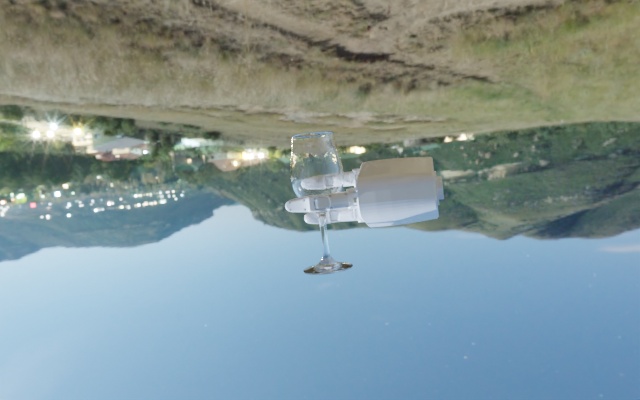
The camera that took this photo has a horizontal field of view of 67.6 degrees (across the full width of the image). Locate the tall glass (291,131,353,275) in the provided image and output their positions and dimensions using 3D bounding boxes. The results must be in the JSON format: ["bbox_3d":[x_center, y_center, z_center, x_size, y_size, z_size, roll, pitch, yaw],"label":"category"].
[{"bbox_3d":[0.000,0.003,0.700,0.079,0.201,0.079,-7,3,0],"label":"tall glass"}]
